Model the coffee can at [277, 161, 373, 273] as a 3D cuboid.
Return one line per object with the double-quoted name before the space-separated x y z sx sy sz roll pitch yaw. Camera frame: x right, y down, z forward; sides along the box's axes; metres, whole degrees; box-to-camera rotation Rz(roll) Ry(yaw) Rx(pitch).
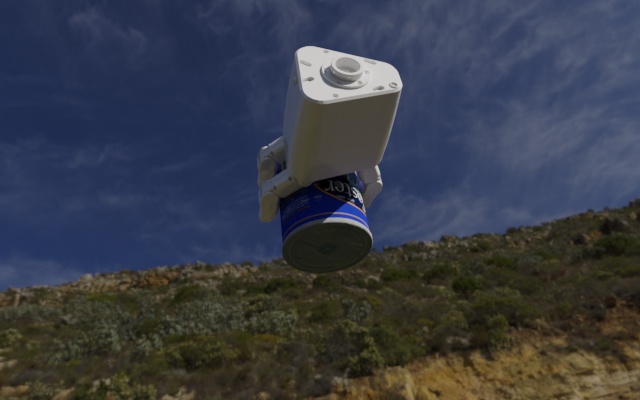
"coffee can" 0.000 0.002 0.579 0.103 0.140 0.103 -5 -39 -4
